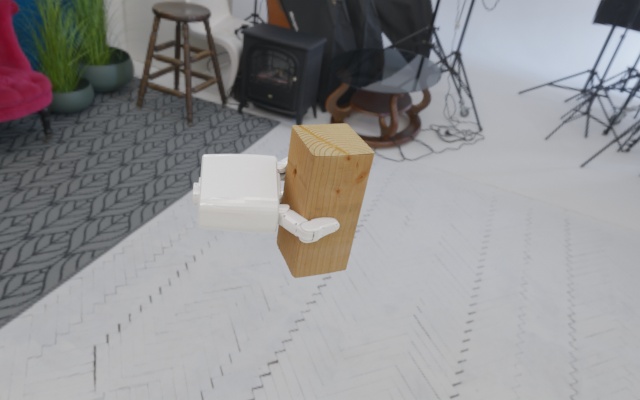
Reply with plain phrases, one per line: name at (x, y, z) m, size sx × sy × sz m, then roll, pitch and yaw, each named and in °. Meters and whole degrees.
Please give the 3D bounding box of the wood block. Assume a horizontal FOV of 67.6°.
wood block at (0.000, 0.002, 0.696) m, size 0.090 × 0.206 × 0.090 m, roll -6°, pitch 36°, yaw -23°
